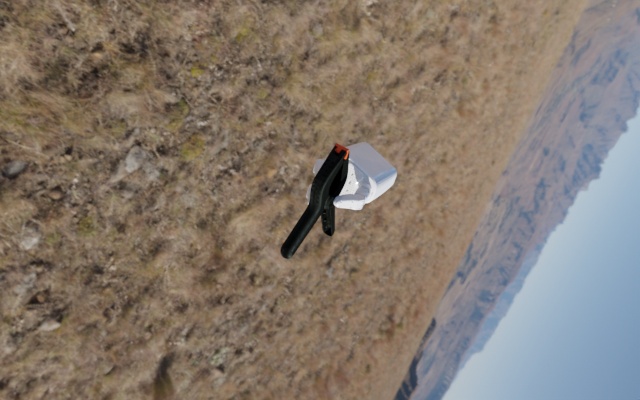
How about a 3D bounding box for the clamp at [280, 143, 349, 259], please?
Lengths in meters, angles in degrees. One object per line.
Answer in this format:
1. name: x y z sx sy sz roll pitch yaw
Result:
1. clamp: 0.001 0.003 0.839 0.036 0.210 0.164 29 31 21
